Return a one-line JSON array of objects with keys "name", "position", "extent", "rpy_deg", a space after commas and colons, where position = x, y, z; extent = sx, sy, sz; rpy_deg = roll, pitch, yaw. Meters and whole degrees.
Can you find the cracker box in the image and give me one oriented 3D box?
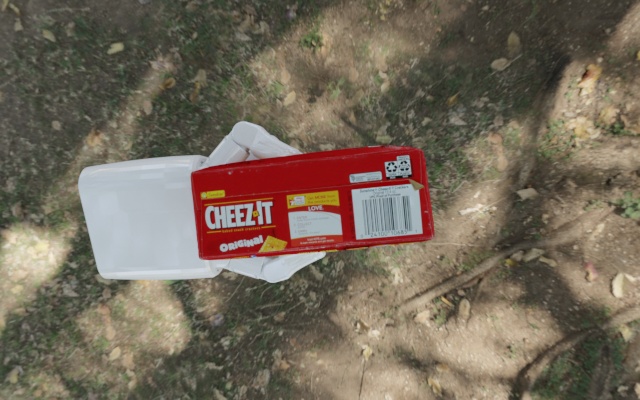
[{"name": "cracker box", "position": [0.000, 0.002, 0.426], "extent": [0.164, 0.072, 0.213], "rpy_deg": [-6, 0, 4]}]
